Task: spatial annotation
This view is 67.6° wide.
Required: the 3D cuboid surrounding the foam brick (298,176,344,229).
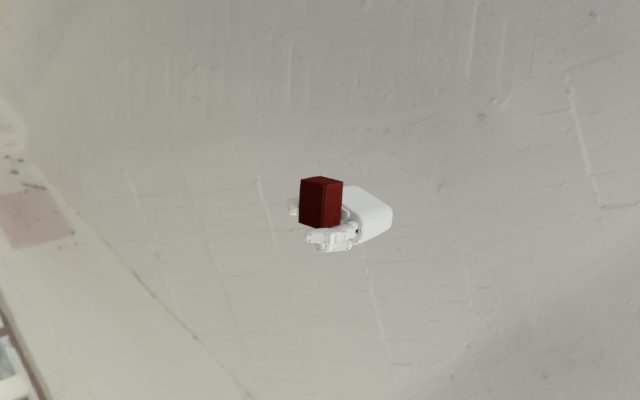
[{"bbox_3d":[0.000,0.002,0.786,0.053,0.078,0.051,16,20,37],"label":"foam brick"}]
